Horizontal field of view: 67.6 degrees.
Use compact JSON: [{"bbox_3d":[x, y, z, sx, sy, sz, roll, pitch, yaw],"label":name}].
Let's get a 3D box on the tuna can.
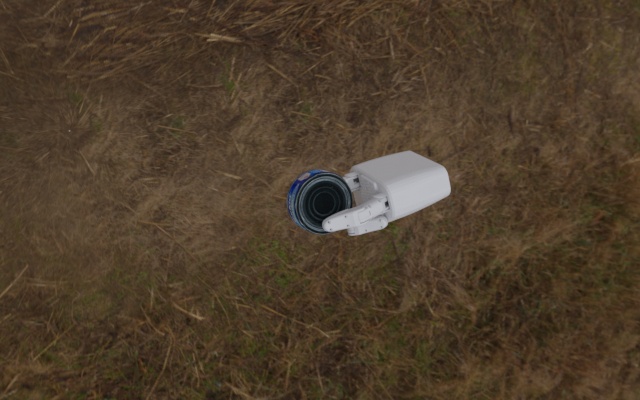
[{"bbox_3d":[0.000,0.002,0.640,0.086,0.086,0.033,0,9,-22],"label":"tuna can"}]
